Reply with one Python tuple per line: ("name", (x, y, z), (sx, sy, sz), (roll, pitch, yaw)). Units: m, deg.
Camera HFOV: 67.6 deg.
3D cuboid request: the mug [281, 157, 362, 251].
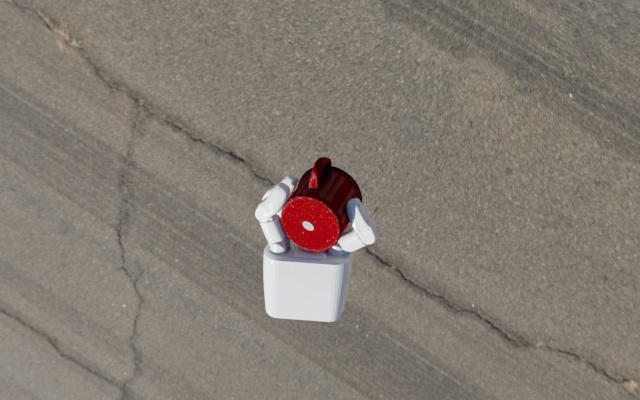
("mug", (0.000, 0.001, 0.611), (0.093, 0.117, 0.081), (13, 31, 14))
